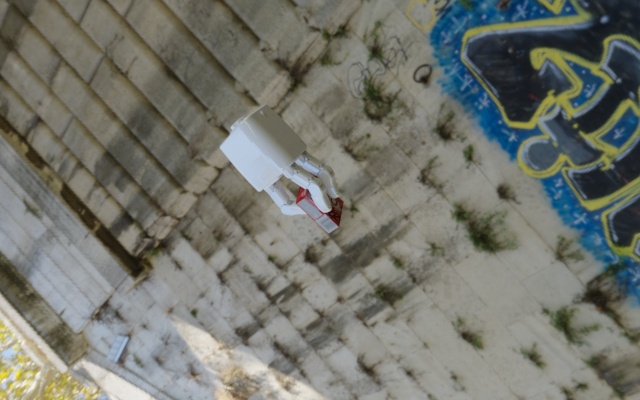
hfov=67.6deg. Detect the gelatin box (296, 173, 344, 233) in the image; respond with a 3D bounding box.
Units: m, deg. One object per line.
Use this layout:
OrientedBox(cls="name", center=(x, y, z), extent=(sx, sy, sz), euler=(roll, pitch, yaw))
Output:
OrientedBox(cls="gelatin box", center=(0.000, 0.003, 0.846), extent=(0.030, 0.089, 0.073), euler=(-33, 25, 30))
